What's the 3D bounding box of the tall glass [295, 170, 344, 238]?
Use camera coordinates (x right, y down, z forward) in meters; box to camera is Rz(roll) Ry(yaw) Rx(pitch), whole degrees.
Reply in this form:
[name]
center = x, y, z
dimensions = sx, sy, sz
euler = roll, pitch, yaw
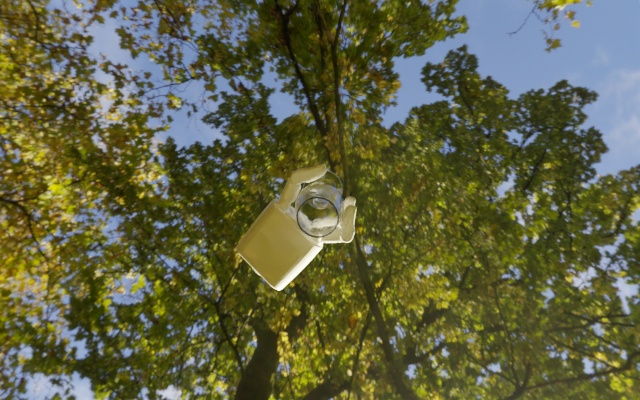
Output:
[tall glass]
center = 0.000, 0.002, 0.788
dimensions = 0.079, 0.079, 0.201
euler = 0, 13, 2
